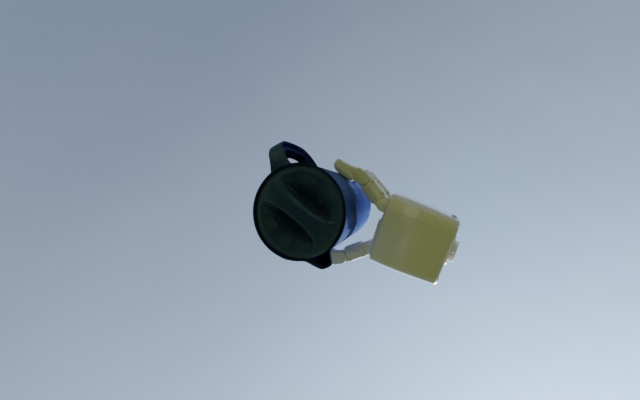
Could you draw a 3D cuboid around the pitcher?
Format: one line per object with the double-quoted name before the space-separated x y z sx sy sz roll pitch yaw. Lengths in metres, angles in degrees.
"pitcher" 0.000 0.003 0.745 0.145 0.149 0.243 20 7 15
